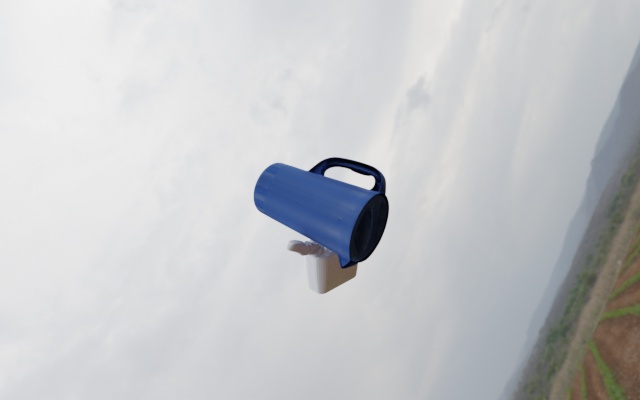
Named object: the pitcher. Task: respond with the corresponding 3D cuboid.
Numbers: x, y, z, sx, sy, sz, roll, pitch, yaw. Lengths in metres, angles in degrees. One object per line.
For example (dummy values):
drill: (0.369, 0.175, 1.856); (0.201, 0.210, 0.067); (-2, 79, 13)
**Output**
pitcher: (0.000, 0.003, 0.891); (0.243, 0.145, 0.149); (23, 45, 30)
